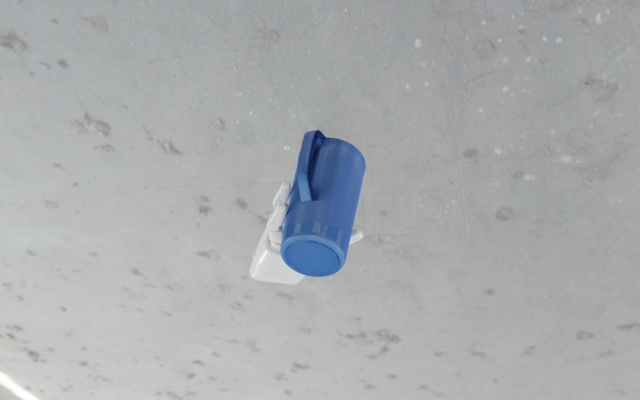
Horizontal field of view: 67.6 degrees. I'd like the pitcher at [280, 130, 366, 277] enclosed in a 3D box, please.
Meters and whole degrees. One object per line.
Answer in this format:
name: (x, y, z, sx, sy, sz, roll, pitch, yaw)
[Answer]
pitcher: (0.000, 0.003, 0.840, 0.149, 0.242, 0.145, 25, -46, -13)
